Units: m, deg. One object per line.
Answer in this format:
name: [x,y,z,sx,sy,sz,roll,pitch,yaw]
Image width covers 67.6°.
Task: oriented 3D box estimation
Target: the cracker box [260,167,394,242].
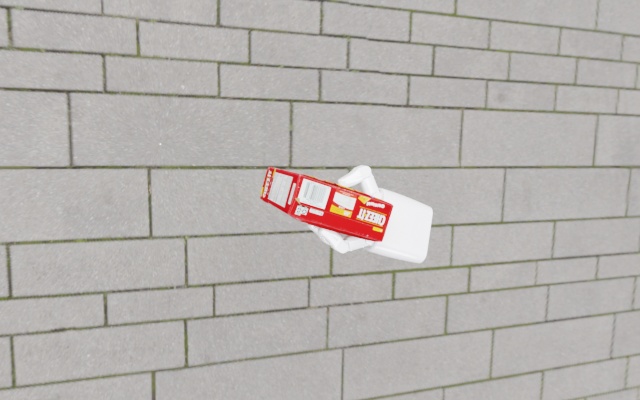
cracker box: [0.000,0.003,0.815,0.164,0.072,0.213,17,1,-20]
